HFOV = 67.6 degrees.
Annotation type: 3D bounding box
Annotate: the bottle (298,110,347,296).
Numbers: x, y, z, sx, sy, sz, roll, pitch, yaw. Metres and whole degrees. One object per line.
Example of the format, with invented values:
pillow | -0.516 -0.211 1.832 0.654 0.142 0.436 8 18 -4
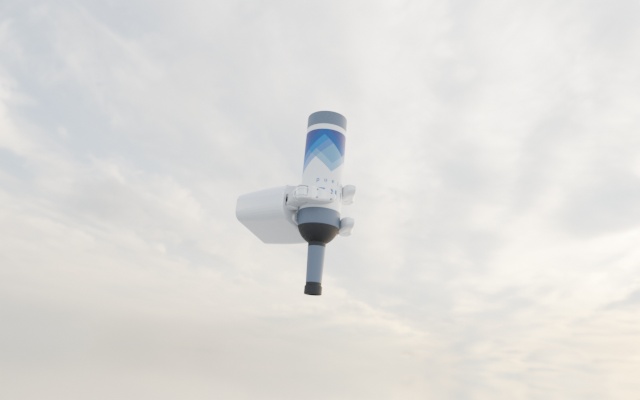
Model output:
bottle | 0.000 0.002 0.764 0.069 0.295 0.069 4 -18 1
